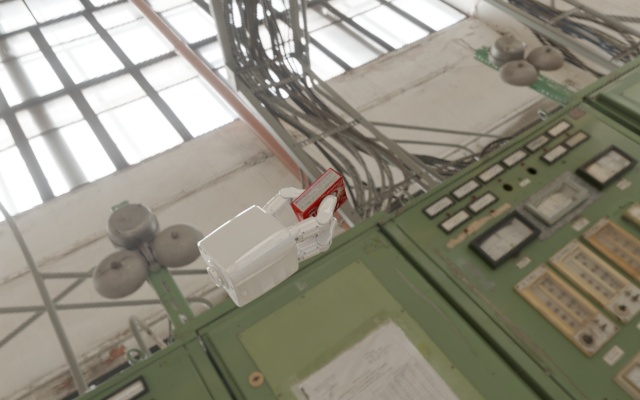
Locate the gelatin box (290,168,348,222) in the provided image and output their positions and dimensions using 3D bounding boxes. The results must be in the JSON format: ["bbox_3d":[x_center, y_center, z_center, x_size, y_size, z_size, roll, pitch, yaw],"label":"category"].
[{"bbox_3d":[0.000,0.002,0.749,0.030,0.089,0.073,39,-16,27],"label":"gelatin box"}]
